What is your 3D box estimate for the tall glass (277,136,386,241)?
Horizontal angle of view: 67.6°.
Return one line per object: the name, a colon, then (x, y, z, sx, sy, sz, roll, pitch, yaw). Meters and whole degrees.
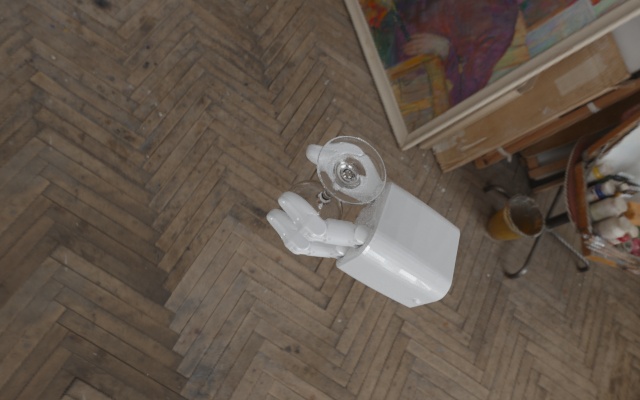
tall glass: (0.000, 0.001, 0.561, 0.079, 0.079, 0.201, 0, -19, -20)
